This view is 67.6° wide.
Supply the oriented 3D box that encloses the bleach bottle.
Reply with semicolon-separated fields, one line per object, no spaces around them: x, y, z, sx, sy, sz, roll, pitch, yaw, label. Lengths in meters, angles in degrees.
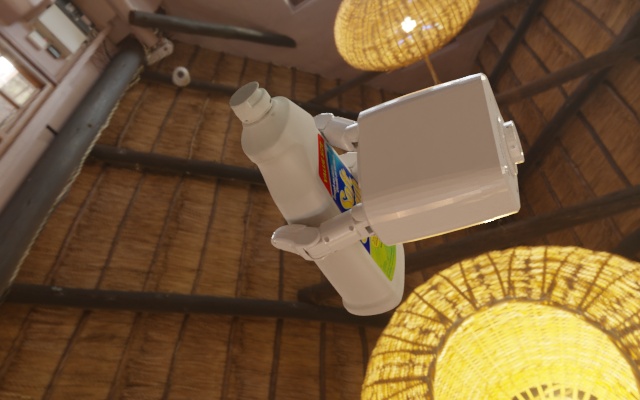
0.000;0.001;0.445;0.068;0.102;0.251;-16;-48;27;bleach bottle
